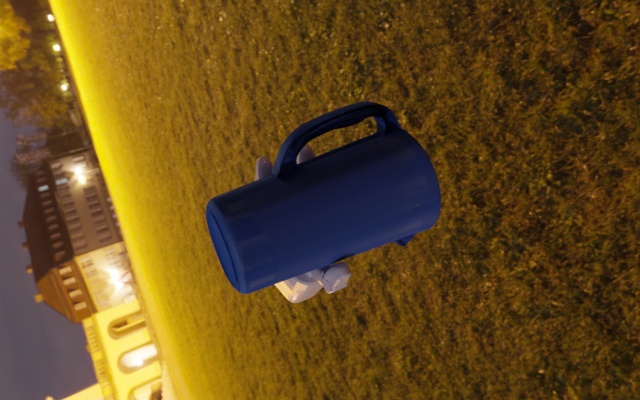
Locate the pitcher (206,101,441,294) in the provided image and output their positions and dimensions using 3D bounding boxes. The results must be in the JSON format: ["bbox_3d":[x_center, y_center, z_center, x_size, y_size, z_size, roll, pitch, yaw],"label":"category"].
[{"bbox_3d":[0.000,0.002,0.536,0.243,0.149,0.145,-20,-19,-21],"label":"pitcher"}]
